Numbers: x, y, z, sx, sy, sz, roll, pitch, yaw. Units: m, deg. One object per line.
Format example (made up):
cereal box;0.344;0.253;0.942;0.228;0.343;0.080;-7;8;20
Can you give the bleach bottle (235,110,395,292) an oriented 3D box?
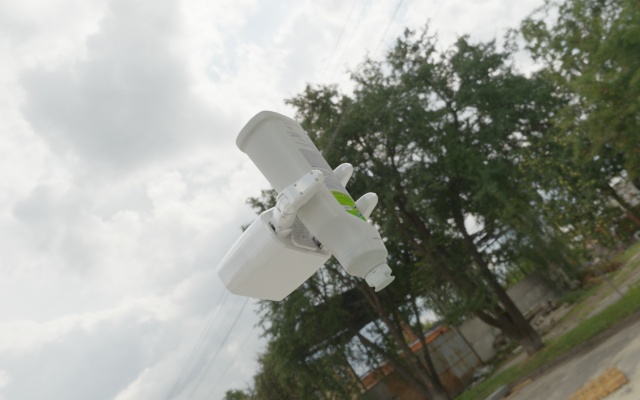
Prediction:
bleach bottle;0.000;0.002;0.583;0.068;0.250;0.102;-46;-24;21
